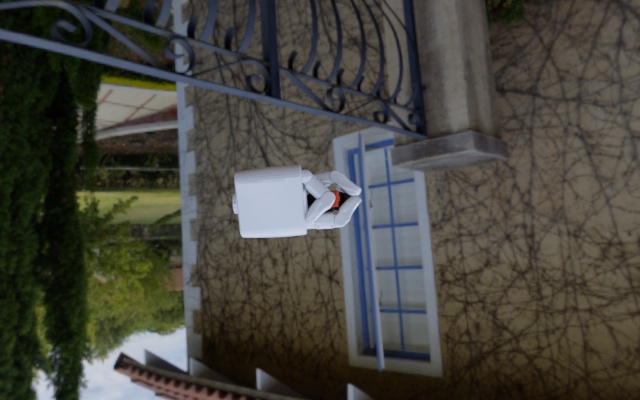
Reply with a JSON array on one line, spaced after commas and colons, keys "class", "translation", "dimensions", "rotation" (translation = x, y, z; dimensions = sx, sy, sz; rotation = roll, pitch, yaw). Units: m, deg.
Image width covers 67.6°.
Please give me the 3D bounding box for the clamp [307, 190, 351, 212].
[{"class": "clamp", "translation": [0.000, 0.003, 0.852], "dimensions": [0.120, 0.039, 0.171], "rotation": [-5, -7, -1]}]
